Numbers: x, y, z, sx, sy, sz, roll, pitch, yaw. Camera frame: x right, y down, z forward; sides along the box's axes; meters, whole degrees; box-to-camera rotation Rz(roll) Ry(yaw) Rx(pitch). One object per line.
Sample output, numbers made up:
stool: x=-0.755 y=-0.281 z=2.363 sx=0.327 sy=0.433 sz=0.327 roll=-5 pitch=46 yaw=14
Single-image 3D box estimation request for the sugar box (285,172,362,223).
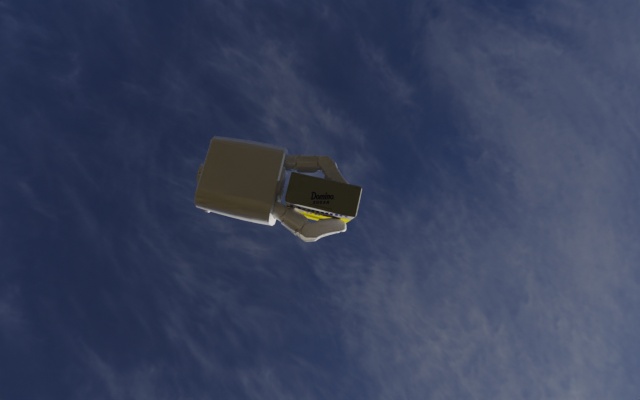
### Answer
sugar box: x=0.000 y=0.003 z=0.674 sx=0.093 sy=0.048 sz=0.176 roll=12 pitch=-4 yaw=0
